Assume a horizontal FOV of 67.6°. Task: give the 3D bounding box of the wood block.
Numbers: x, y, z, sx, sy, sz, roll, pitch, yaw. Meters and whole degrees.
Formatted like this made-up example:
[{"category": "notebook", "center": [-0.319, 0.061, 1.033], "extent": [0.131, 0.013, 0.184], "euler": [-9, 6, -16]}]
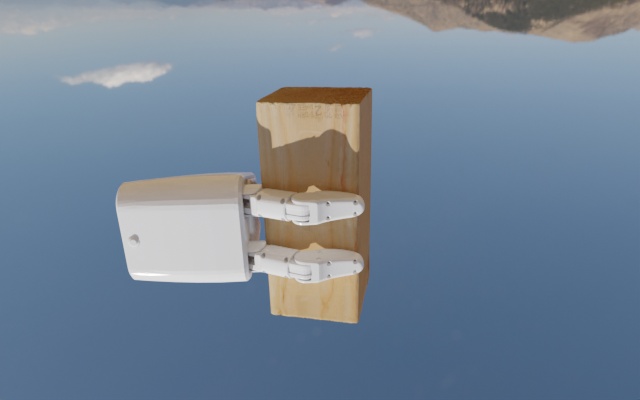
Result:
[{"category": "wood block", "center": [0.000, 0.001, 0.459], "extent": [0.090, 0.206, 0.090], "euler": [3, 22, 11]}]
